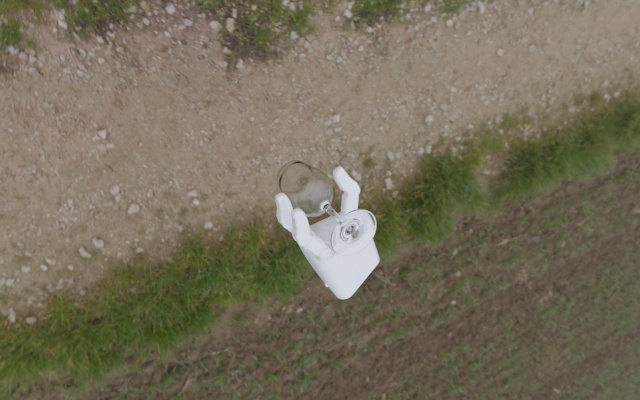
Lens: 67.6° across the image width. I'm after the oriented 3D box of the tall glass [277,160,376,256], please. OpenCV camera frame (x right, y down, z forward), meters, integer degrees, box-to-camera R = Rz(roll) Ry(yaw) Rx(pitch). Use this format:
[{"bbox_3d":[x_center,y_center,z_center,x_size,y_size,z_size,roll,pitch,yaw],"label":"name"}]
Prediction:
[{"bbox_3d":[0.000,0.003,0.736,0.079,0.079,0.201,0,26,-32],"label":"tall glass"}]
